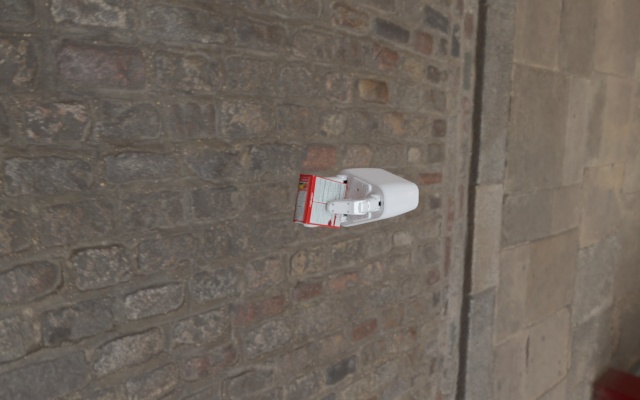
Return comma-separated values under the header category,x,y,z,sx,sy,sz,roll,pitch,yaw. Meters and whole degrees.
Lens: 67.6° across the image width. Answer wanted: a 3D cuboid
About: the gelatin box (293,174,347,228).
category,x,y,z,sx,sy,sz,roll,pitch,yaw
gelatin box,0.000,0.002,0.733,0.030,0.073,0.089,7,-2,38
